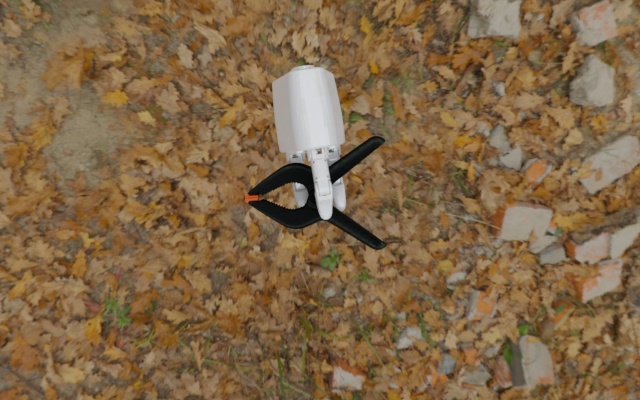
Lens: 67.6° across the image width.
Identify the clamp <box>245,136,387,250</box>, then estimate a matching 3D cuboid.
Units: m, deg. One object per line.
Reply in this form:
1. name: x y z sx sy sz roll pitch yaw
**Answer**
1. clamp: 0.000 0.002 0.686 0.210 0.164 0.036 -9 4 -4
